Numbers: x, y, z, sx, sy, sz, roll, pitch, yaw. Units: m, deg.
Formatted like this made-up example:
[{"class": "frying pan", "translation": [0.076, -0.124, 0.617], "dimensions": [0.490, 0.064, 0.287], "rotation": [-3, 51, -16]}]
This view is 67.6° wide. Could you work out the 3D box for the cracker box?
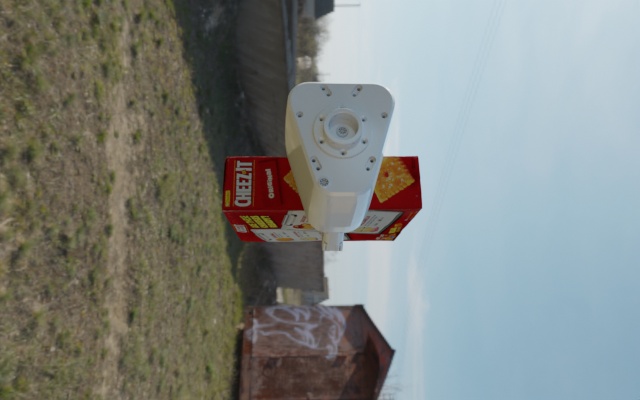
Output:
[{"class": "cracker box", "translation": [0.000, 0.002, 0.586], "dimensions": [0.214, 0.072, 0.164], "rotation": [0, -17, -2]}]
